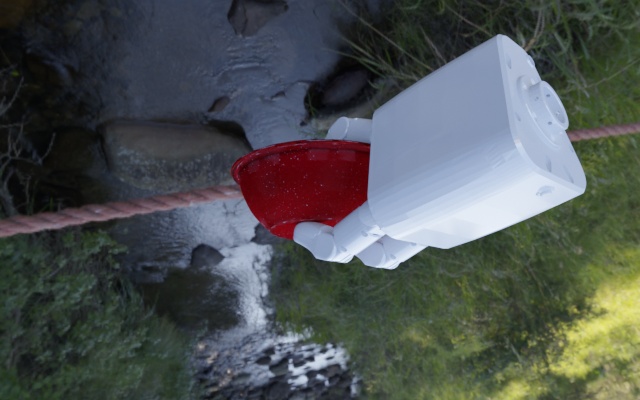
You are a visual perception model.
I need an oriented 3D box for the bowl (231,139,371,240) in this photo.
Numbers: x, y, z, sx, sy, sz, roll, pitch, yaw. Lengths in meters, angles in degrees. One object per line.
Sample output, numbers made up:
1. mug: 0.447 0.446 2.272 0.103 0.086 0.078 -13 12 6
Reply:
1. bowl: -0.001 0.002 0.431 0.162 0.055 0.162 -1 -16 0
